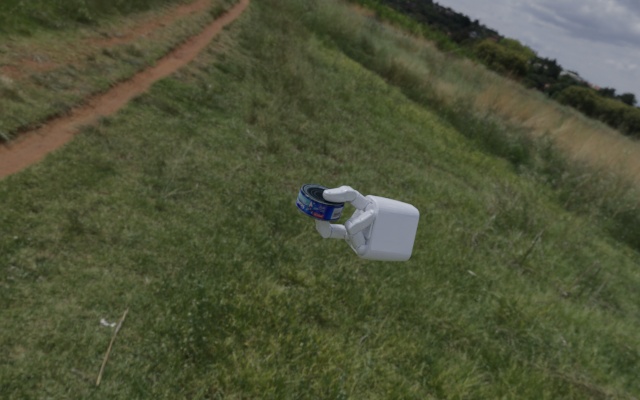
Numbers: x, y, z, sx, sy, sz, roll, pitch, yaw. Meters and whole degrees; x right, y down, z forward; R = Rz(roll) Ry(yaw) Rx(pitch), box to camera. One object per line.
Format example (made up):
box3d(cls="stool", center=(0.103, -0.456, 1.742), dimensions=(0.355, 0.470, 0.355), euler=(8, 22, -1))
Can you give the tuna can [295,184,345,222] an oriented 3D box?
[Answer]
box3d(cls="tuna can", center=(0.000, 0.002, 0.866), dimensions=(0.086, 0.034, 0.086), euler=(16, 22, -7))
